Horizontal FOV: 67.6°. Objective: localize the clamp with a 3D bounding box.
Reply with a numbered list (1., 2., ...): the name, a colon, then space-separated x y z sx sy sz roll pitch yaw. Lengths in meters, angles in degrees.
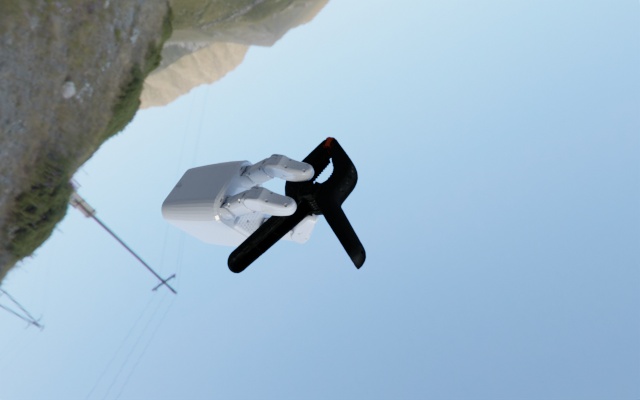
1. clamp: 0.000 0.002 0.556 0.164 0.210 0.036 0 -43 31
